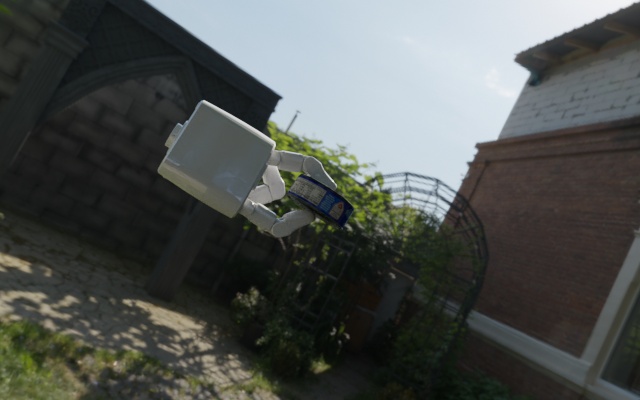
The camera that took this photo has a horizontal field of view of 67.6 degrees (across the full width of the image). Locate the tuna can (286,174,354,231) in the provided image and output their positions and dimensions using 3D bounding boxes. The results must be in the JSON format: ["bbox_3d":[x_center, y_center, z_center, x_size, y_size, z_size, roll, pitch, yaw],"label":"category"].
[{"bbox_3d":[0.000,0.002,0.612,0.086,0.034,0.086,32,-6,4],"label":"tuna can"}]
